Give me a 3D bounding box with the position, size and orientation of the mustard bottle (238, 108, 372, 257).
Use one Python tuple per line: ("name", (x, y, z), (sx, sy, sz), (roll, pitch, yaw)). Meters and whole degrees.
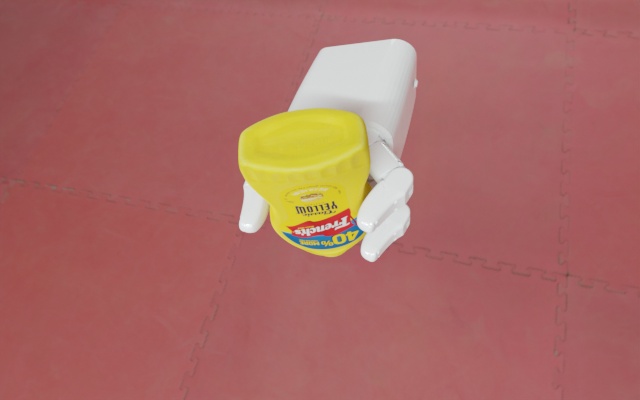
("mustard bottle", (0.000, 0.002, 0.421), (0.096, 0.058, 0.192), (-9, -30, 5))
